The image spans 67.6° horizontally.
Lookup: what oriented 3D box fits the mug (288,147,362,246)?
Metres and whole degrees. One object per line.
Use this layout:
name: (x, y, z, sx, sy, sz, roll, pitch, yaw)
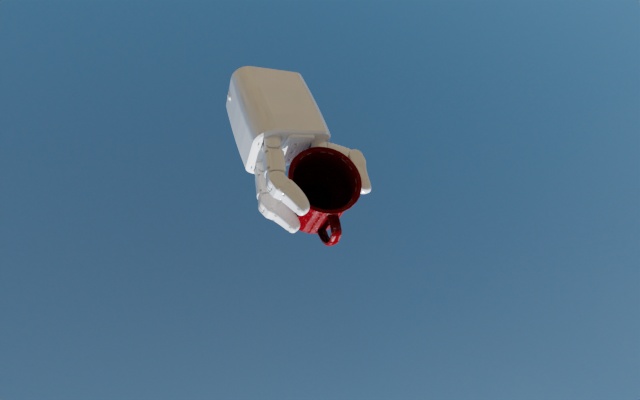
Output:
mug: (0.001, 0.003, 0.608, 0.093, 0.117, 0.081, -12, -22, -22)
